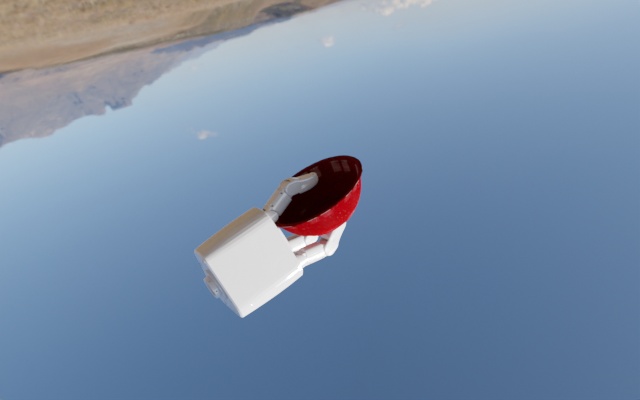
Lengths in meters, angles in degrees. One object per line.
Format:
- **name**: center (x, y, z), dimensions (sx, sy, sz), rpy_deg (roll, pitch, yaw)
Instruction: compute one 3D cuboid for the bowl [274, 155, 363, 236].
- **bowl**: center (0.001, 0.002, 0.711), dimensions (0.162, 0.055, 0.162), rpy_deg (-25, 29, 15)
